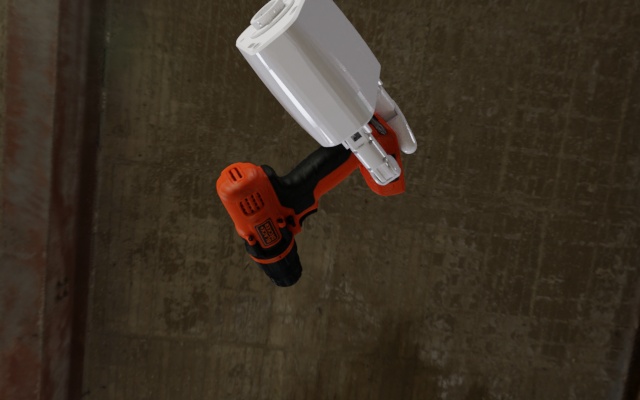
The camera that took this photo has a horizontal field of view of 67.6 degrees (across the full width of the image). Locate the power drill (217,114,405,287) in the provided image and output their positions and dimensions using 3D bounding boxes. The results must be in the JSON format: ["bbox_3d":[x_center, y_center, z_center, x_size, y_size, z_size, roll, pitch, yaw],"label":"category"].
[{"bbox_3d":[0.000,0.001,0.514,0.187,0.185,0.057,-32,50,-11],"label":"power drill"}]
